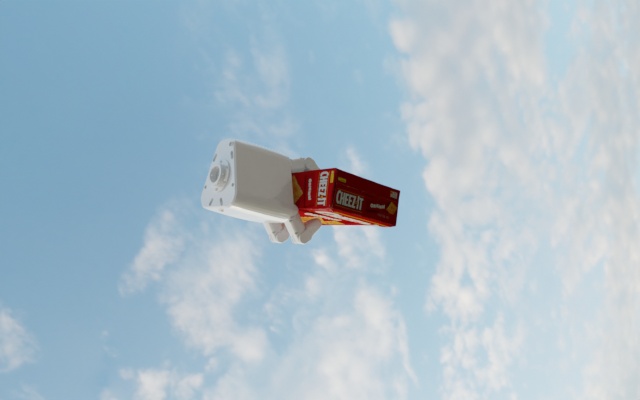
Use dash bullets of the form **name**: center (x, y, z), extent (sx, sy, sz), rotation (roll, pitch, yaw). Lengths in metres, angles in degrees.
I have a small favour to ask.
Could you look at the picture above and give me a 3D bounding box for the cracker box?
- **cracker box**: center (0.000, 0.002, 0.815), extent (0.213, 0.072, 0.164), rotation (-2, -12, 45)
